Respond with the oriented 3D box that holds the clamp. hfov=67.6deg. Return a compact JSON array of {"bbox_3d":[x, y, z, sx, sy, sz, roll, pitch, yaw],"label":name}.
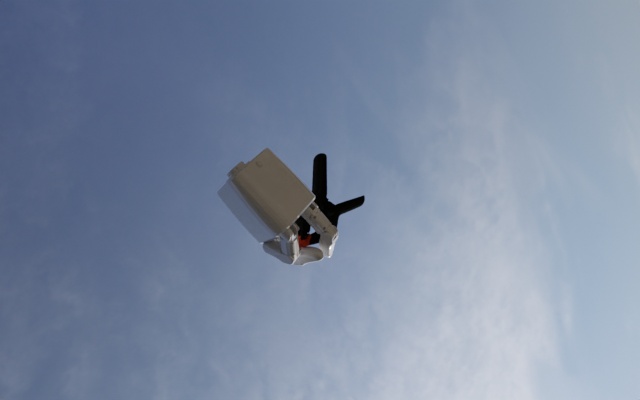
[{"bbox_3d":[0.000,0.003,0.787,0.039,0.120,0.171,-33,12,47],"label":"clamp"}]
